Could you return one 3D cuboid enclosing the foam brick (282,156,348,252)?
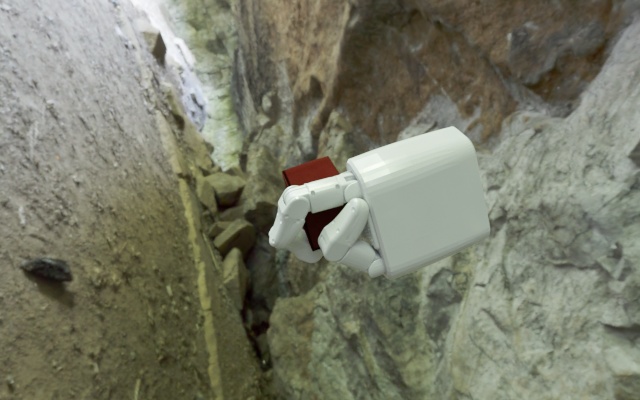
[{"bbox_3d":[0.000,0.001,0.474,0.051,0.053,0.078,-21,38,-5],"label":"foam brick"}]
